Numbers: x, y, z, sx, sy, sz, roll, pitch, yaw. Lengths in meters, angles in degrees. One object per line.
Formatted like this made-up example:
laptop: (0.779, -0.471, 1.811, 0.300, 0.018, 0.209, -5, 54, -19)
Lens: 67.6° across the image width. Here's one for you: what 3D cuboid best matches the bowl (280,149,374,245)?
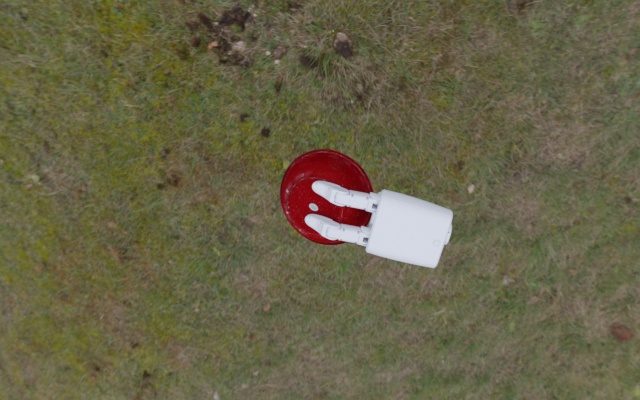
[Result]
bowl: (-0.001, 0.002, 0.752, 0.162, 0.162, 0.055, 0, 15, 20)
